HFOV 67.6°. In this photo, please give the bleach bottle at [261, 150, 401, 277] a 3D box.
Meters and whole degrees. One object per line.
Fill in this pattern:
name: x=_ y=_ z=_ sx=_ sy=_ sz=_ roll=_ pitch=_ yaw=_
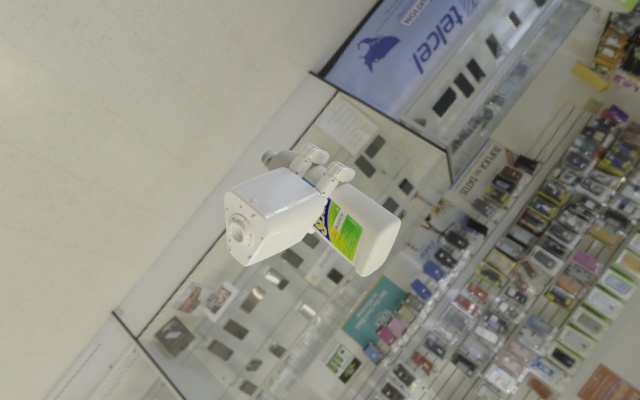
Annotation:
bleach bottle: x=0.000 y=0.002 z=0.741 sx=0.250 sy=0.103 sz=0.068 roll=37 pitch=39 yaw=26
